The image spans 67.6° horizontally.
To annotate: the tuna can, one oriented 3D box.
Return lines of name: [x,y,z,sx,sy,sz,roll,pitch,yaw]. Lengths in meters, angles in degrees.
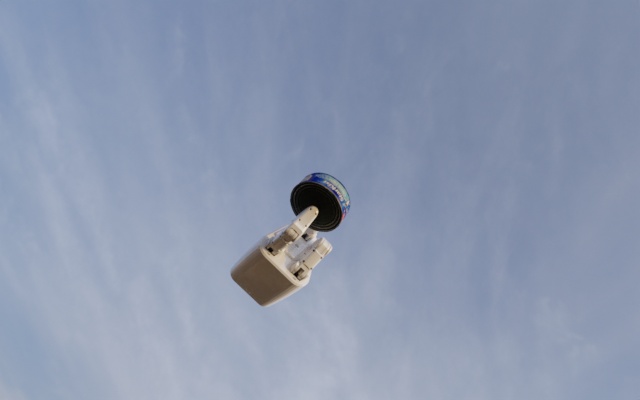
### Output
tuna can: [0.000,0.002,0.705,0.086,0.086,0.033,0,30,32]
